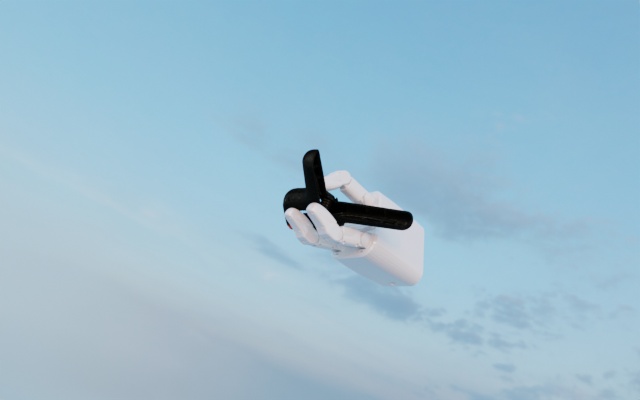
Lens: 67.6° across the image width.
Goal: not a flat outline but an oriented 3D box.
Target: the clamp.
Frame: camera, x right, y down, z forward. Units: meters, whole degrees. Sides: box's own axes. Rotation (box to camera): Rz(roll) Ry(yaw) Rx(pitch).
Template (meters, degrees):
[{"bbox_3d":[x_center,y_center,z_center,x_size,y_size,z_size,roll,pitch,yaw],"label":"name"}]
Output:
[{"bbox_3d":[0.000,0.002,0.649,0.164,0.036,0.210,37,-28,-25],"label":"clamp"}]
